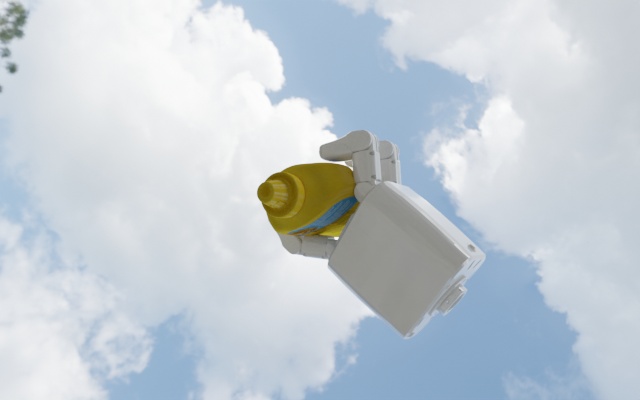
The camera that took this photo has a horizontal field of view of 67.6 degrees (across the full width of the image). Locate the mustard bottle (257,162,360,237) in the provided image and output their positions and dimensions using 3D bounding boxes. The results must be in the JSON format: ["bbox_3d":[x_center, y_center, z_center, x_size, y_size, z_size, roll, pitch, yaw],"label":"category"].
[{"bbox_3d":[0.000,0.001,0.483,0.096,0.058,0.191,-30,-18,24],"label":"mustard bottle"}]
